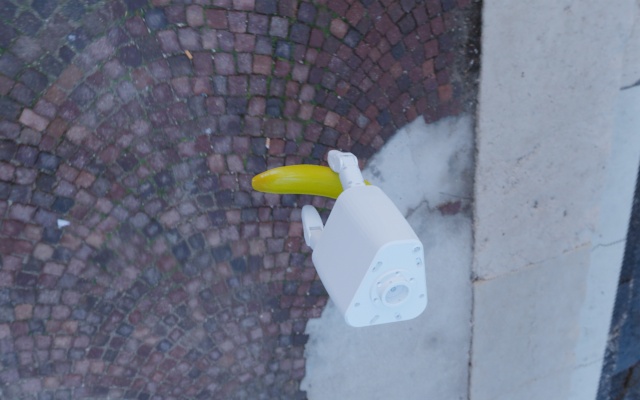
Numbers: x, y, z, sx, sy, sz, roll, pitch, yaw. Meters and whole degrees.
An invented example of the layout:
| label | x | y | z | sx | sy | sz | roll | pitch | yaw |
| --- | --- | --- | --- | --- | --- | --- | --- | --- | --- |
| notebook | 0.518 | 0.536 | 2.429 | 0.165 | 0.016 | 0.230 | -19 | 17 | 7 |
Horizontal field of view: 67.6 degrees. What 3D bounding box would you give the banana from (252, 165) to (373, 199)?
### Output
| label | x | y | z | sx | sy | sz | roll | pitch | yaw |
| --- | --- | --- | --- | --- | --- | --- | --- | --- | --- |
| banana | 0.013 | -0.011 | 0.608 | 0.198 | 0.070 | 0.037 | 20 | 29 | -30 |
